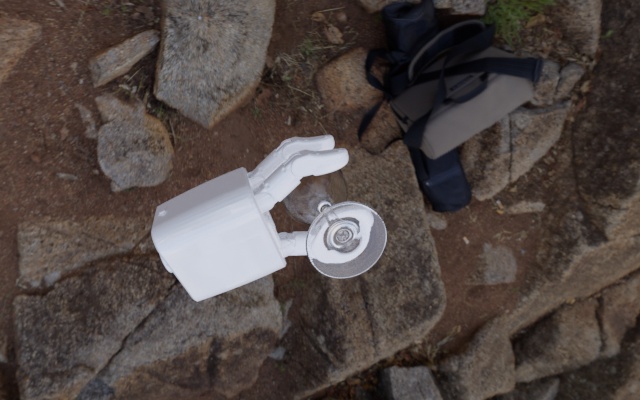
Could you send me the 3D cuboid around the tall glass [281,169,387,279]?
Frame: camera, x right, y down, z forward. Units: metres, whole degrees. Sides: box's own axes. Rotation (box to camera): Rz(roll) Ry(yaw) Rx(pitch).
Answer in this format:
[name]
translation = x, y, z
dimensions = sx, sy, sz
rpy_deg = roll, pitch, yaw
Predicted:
[tall glass]
translation = 0.000, 0.002, 0.509
dimensions = 0.079, 0.079, 0.201
rpy_deg = 0, 20, -14
